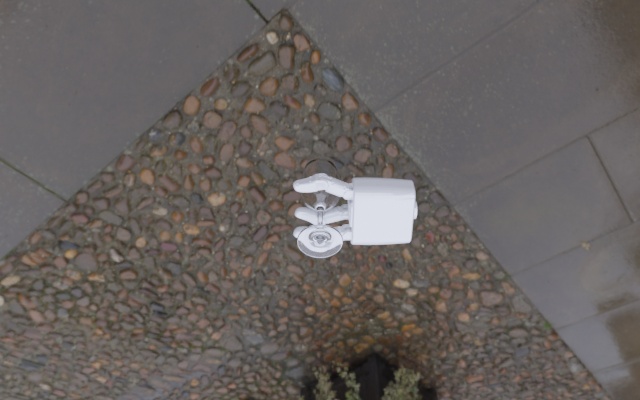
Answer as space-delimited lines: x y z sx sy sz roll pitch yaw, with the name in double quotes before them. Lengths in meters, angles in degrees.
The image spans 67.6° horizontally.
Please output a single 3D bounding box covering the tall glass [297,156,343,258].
"tall glass" 0.000 0.003 0.841 0.079 0.079 0.200 0 40 0
